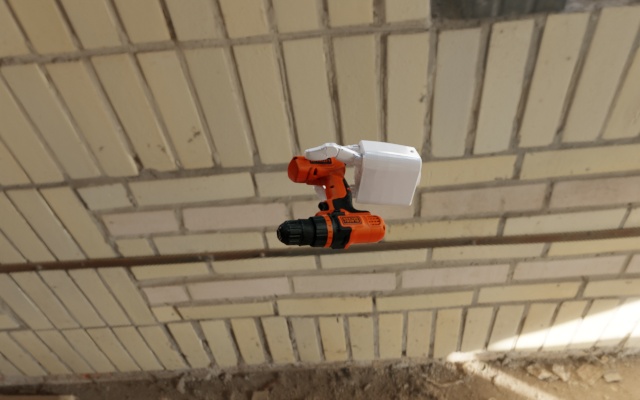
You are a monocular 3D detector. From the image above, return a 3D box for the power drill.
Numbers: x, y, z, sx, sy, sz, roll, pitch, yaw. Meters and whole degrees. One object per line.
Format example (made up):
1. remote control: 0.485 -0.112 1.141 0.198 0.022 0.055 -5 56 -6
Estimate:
1. power drill: 0.000 0.002 0.816 0.184 0.187 0.057 0 -44 -23
